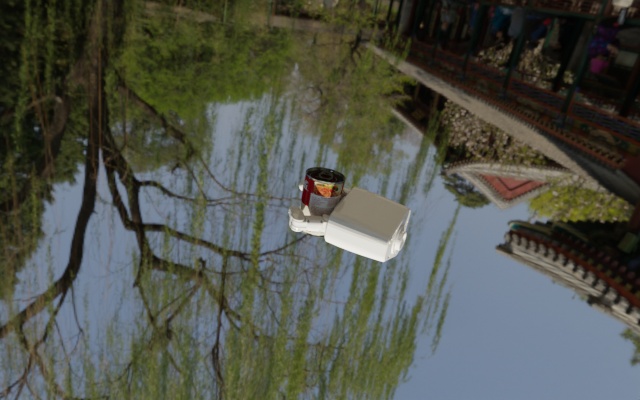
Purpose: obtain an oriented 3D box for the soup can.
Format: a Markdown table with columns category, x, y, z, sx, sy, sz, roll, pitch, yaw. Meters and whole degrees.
| category | x | y | z | sx | sy | sz | roll | pitch | yaw |
| --- | --- | --- | --- | --- | --- | --- | --- | --- | --- |
| soup can | 0.000 | 0.003 | 0.812 | 0.068 | 0.102 | 0.068 | 9 | 24 | -4 |
